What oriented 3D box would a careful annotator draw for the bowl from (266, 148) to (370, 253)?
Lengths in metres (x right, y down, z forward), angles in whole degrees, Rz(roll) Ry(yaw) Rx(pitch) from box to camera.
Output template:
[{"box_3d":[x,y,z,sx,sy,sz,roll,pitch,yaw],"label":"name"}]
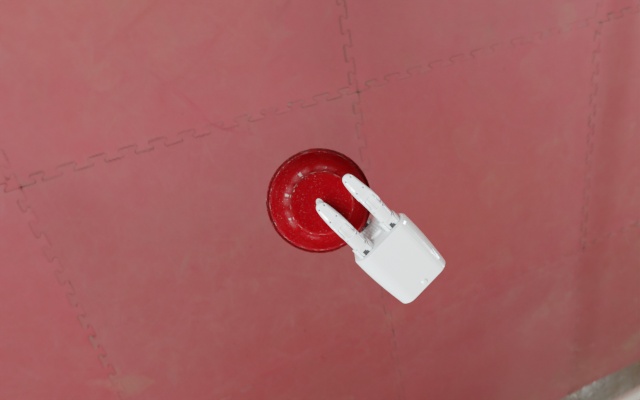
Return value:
[{"box_3d":[-0.001,0.002,0.705,0.162,0.162,0.055,0,3,-4],"label":"bowl"}]
